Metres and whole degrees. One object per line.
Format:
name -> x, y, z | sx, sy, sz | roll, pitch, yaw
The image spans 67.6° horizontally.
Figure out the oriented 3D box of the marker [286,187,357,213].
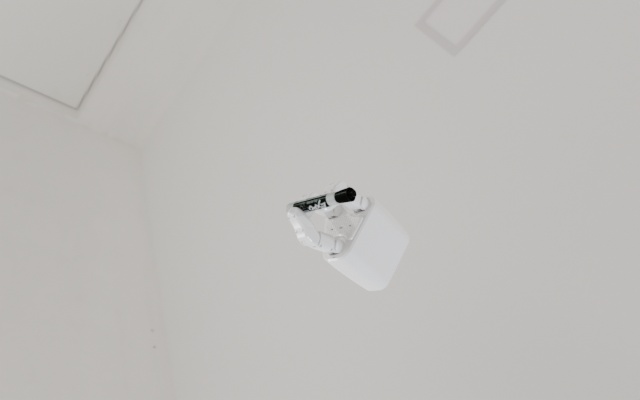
marker -> 0.000, 0.002, 0.637 | 0.121, 0.020, 0.020 | -15, -10, 43
